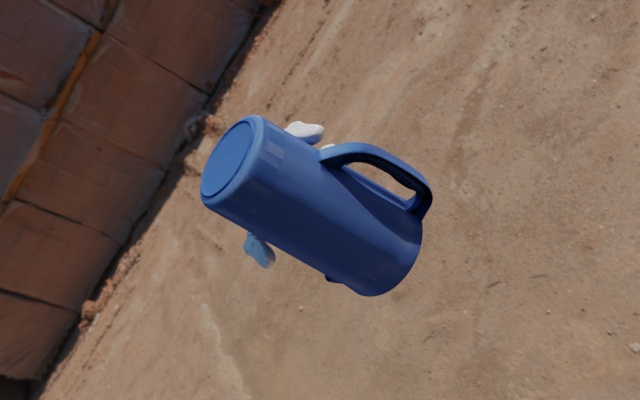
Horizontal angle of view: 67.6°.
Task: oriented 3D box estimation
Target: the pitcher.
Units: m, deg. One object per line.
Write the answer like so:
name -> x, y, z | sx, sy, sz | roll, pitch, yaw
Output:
pitcher -> 0.000, 0.002, 0.538 | 0.243, 0.149, 0.145 | 31, -13, -32
